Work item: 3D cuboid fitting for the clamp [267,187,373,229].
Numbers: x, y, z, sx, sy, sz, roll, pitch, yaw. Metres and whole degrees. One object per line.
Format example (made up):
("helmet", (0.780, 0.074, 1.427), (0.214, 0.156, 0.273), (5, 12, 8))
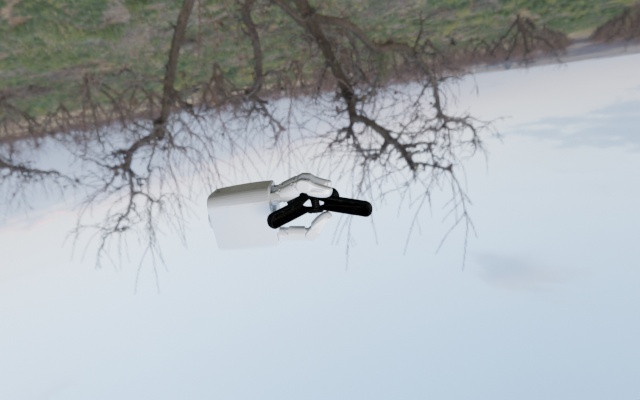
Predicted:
("clamp", (0.000, 0.003, 0.822), (0.164, 0.036, 0.210), (-5, 13, 2))
